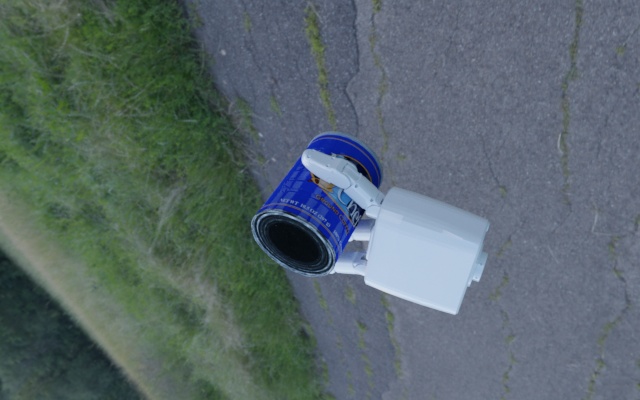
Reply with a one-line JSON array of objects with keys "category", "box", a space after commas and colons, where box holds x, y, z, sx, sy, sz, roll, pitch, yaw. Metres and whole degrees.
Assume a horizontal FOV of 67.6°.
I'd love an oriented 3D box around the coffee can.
[{"category": "coffee can", "box": [0.000, 0.002, 0.552, 0.103, 0.103, 0.140, 0, 42, 36]}]
